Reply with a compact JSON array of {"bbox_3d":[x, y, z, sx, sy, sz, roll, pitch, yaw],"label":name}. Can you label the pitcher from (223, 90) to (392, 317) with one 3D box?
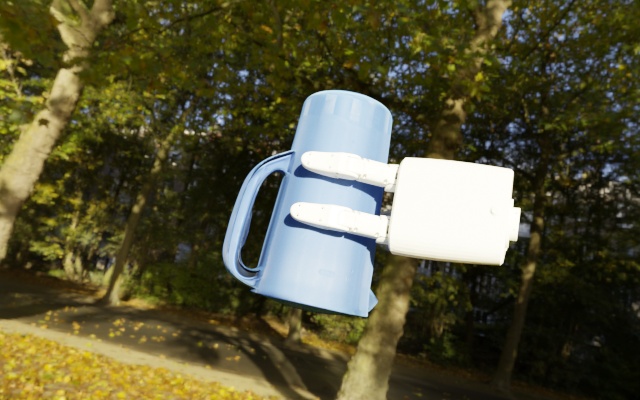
[{"bbox_3d":[0.000,0.002,0.543,0.145,0.242,0.149,7,-12,24],"label":"pitcher"}]
